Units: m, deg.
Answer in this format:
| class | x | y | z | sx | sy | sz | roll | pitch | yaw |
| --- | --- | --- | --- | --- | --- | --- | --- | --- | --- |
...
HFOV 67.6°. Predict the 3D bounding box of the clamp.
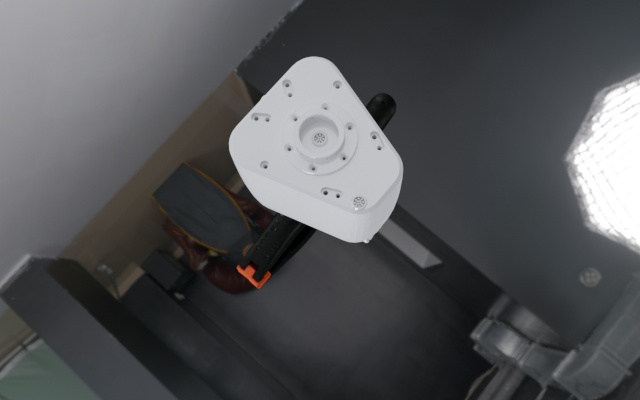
| class | x | y | z | sx | sy | sz | roll | pitch | yaw |
| --- | --- | --- | --- | --- | --- | --- | --- | --- | --- |
| clamp | 0.000 | 0.002 | 0.489 | 0.036 | 0.210 | 0.164 | 39 | -8 | 12 |
